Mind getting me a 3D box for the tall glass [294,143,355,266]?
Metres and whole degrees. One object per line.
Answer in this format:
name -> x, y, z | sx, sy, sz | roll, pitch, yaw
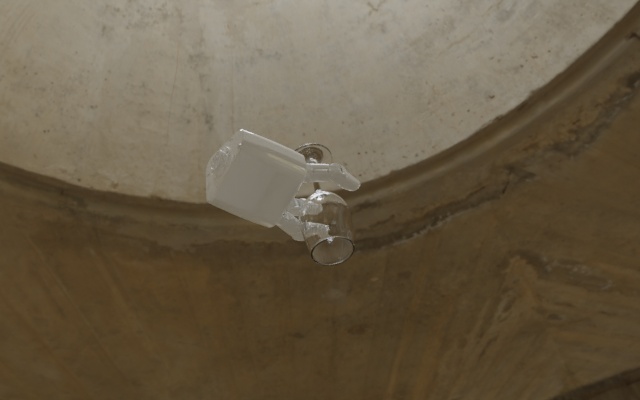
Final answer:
tall glass -> 0.000, 0.002, 0.731 | 0.079, 0.079, 0.200 | 0, 44, -14
